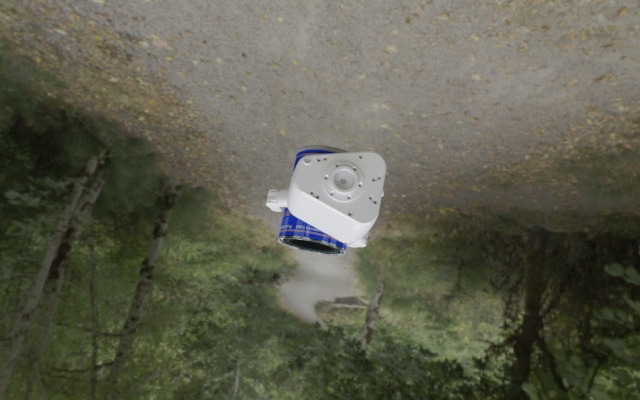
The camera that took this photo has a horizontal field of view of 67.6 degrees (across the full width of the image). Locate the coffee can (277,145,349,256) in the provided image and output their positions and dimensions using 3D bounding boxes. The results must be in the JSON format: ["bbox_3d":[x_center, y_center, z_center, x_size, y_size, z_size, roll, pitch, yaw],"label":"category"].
[{"bbox_3d":[0.000,0.002,0.712,0.103,0.140,0.103,11,-15,3],"label":"coffee can"}]
